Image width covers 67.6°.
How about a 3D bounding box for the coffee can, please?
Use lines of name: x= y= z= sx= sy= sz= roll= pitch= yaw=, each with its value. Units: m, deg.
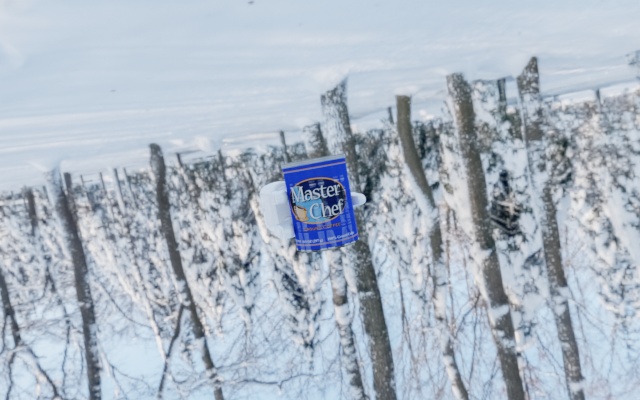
coffee can: x=0.000 y=0.002 z=0.762 sx=0.103 sy=0.140 sz=0.103 roll=-10 pitch=5 yaw=1
